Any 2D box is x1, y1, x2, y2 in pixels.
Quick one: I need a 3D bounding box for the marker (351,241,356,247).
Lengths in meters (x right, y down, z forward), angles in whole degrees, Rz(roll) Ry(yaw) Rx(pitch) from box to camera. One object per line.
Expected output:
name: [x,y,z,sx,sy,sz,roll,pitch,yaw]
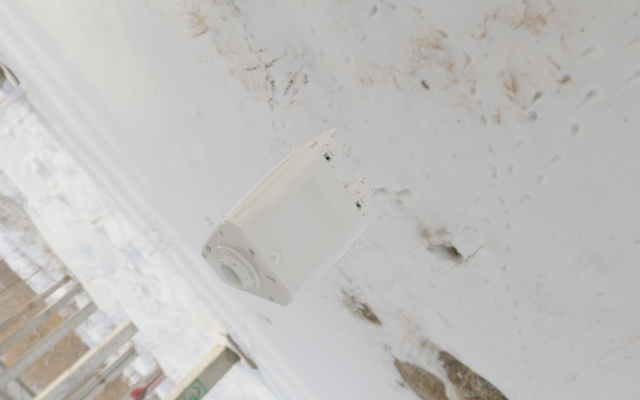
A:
marker: [0.000,0.002,0.524,0.020,0.121,0.020,-32,16,10]
